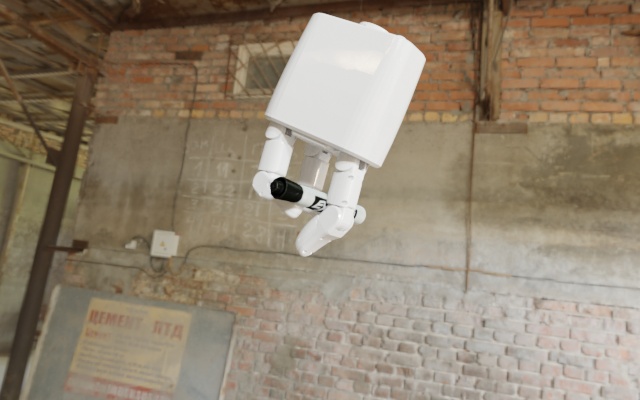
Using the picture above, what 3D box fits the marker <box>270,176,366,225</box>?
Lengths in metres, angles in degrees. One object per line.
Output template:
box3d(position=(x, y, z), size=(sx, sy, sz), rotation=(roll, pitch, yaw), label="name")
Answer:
box3d(position=(0.000, 0.001, 0.422), size=(0.020, 0.020, 0.121), rotation=(0, -13, 39), label="marker")
